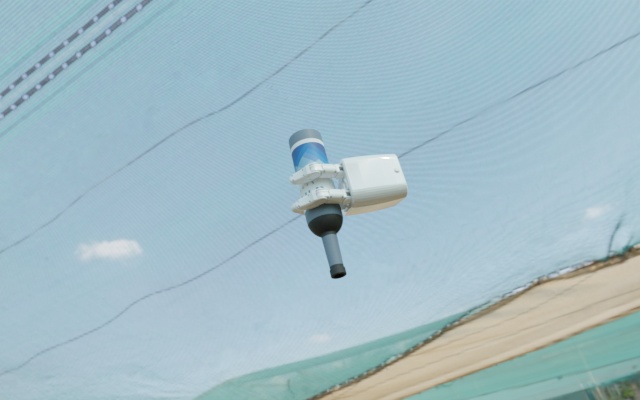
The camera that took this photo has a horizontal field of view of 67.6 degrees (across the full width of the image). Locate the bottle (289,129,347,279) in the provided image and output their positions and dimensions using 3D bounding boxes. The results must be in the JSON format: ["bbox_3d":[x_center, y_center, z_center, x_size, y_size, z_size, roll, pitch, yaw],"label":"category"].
[{"bbox_3d":[0.000,0.003,0.879,0.069,0.295,0.069,-11,-29,-6],"label":"bottle"}]
